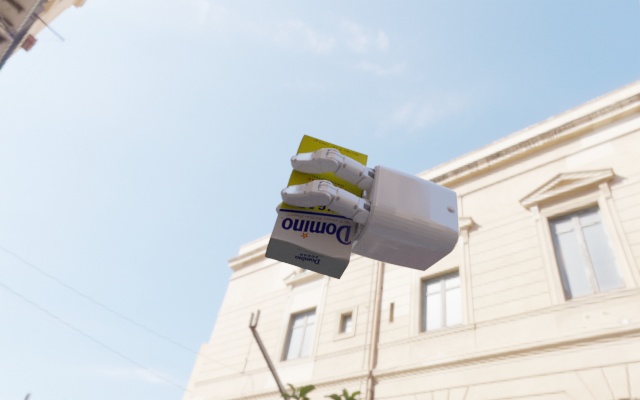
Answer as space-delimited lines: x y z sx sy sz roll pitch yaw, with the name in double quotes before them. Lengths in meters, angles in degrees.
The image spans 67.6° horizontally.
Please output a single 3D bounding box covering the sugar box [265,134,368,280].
"sugar box" 0.000 0.002 0.581 0.093 0.176 0.048 17 -44 -4
